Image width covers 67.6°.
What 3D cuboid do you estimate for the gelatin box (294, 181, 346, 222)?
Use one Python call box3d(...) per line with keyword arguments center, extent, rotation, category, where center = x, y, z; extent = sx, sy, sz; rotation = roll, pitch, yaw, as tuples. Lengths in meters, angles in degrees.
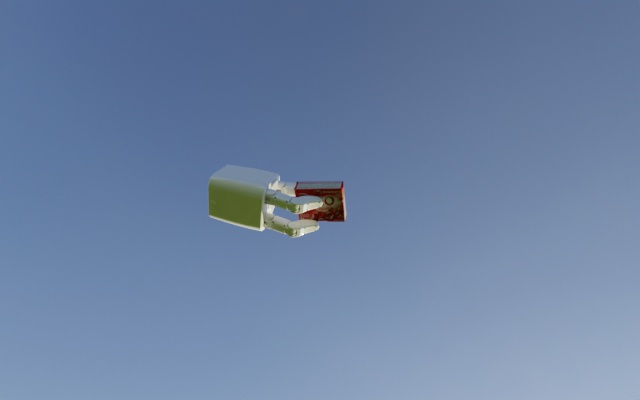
box3d(center=(0.001, 0.003, 0.875), extent=(0.089, 0.073, 0.030), rotation=(0, 33, 10), category="gelatin box")
